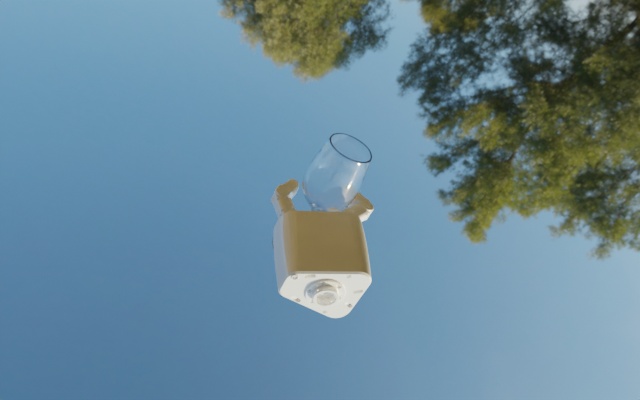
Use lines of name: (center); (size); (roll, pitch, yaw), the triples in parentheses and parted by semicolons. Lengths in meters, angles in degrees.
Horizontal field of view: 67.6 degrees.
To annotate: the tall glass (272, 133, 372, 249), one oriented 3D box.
tall glass: (0.000, 0.003, 0.679); (0.079, 0.201, 0.079); (19, 36, -14)
